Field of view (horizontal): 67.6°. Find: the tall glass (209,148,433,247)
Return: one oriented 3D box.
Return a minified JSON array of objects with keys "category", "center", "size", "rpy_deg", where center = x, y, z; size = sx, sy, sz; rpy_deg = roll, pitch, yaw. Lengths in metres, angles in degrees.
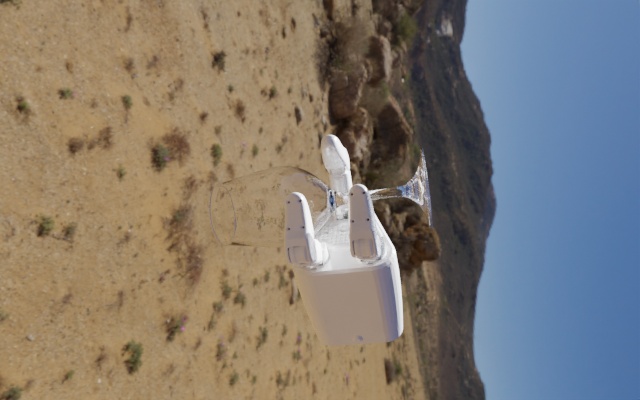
[{"category":"tall glass","center":[0.001,0.001,0.454],"size":[0.201,0.079,0.079],"rpy_deg":[-7,-1,11]}]
